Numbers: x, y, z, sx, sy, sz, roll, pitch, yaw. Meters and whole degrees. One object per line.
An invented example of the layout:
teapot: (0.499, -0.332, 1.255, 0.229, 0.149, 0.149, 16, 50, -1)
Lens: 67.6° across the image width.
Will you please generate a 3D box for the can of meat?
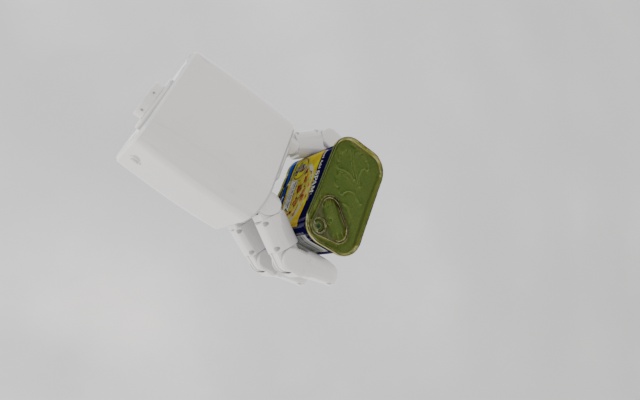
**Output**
can of meat: (0.000, 0.001, 0.437, 0.057, 0.102, 0.084, 32, -25, -26)
